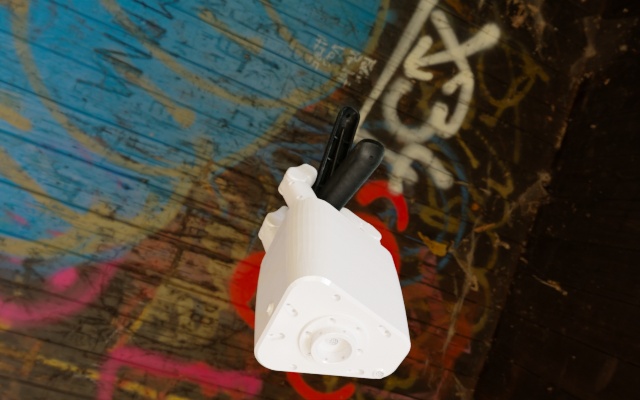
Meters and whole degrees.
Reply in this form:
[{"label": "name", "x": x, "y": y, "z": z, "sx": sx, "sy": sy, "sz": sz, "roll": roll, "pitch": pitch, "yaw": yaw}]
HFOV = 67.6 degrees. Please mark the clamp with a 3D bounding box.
[{"label": "clamp", "x": 0.001, "y": 0.002, "z": 0.498, "sx": 0.036, "sy": 0.210, "sz": 0.164, "roll": 23, "pitch": 25, "yaw": -11}]
